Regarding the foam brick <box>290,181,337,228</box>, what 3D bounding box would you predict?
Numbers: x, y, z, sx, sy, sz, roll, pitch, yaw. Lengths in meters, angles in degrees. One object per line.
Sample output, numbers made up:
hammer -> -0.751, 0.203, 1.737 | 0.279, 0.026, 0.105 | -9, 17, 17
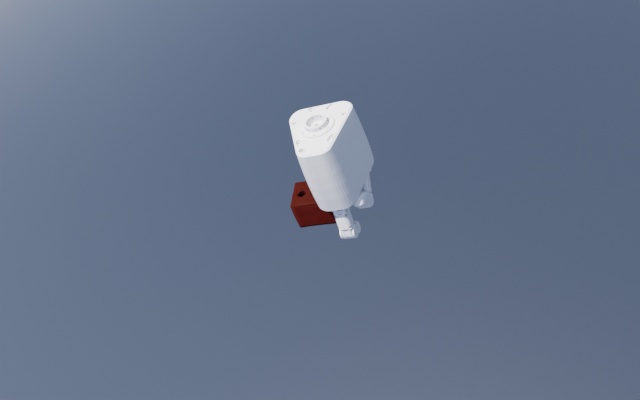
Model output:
foam brick -> 0.000, 0.003, 0.727 | 0.078, 0.053, 0.051 | -8, -43, 18
